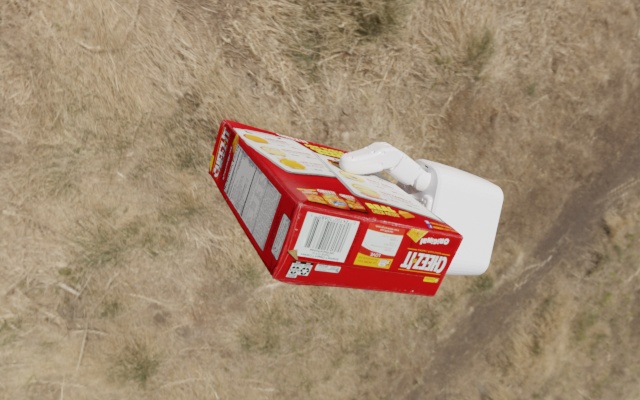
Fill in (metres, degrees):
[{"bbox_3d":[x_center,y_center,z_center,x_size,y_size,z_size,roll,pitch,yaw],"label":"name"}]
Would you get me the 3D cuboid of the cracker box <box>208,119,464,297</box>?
[{"bbox_3d":[0.000,0.001,0.454,0.164,0.072,0.213,11,19,-31],"label":"cracker box"}]
